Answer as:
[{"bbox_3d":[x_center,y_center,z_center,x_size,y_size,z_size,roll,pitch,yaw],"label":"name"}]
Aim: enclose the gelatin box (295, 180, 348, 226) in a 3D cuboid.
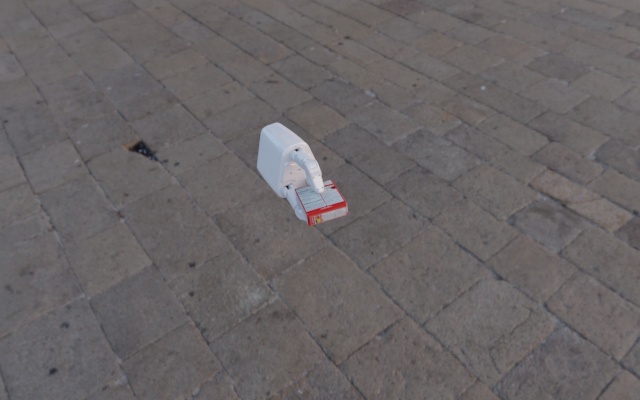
[{"bbox_3d":[0.000,0.003,0.852,0.073,0.030,0.089,-16,35,-10],"label":"gelatin box"}]
